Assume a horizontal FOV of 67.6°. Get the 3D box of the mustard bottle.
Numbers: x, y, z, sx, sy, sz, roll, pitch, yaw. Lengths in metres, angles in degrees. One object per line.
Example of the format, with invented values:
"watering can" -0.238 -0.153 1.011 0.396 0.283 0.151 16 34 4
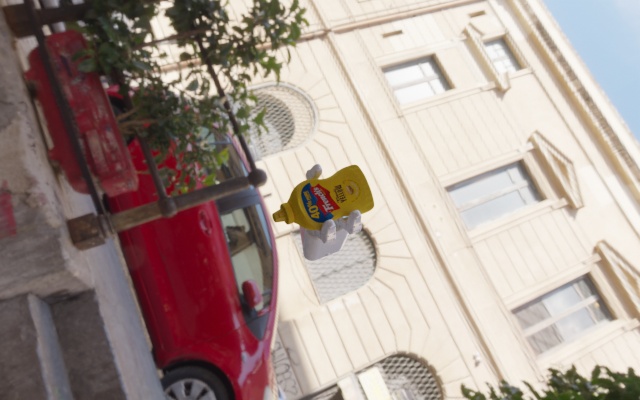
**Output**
"mustard bottle" 0.000 0.003 0.898 0.191 0.096 0.058 -19 -6 -19
